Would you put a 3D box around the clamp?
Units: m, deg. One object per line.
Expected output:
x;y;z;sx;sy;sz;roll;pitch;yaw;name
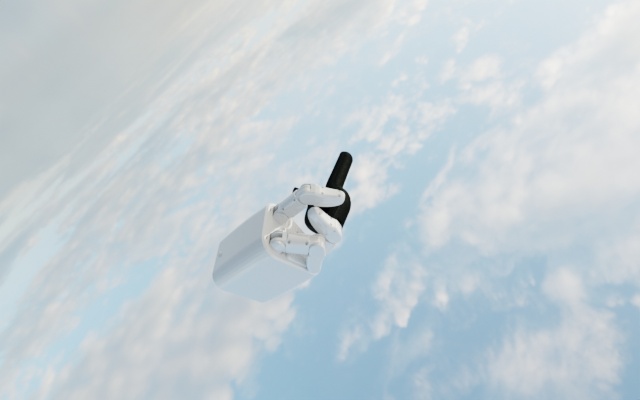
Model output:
0.001;0.003;0.734;0.039;0.171;0.120;39;-59;-24;clamp
